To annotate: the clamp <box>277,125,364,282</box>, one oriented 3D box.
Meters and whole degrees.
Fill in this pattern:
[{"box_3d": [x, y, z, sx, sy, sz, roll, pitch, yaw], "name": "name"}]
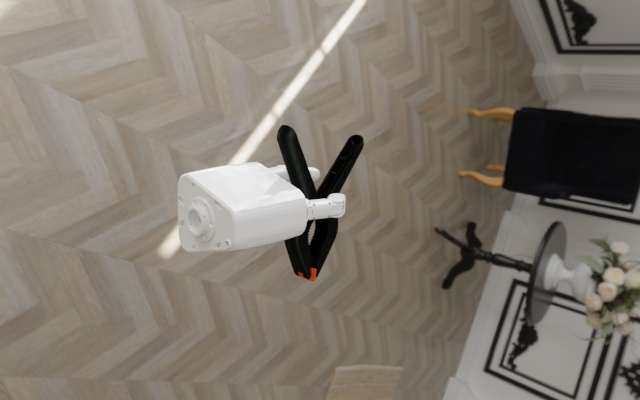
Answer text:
[{"box_3d": [0.001, 0.003, 0.641, 0.036, 0.210, 0.164, 15, 18, 38], "name": "clamp"}]
